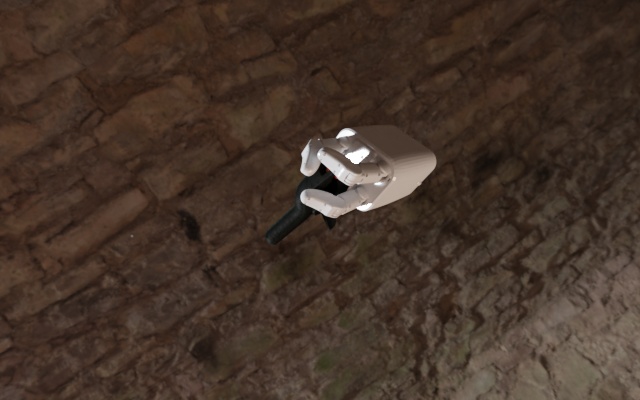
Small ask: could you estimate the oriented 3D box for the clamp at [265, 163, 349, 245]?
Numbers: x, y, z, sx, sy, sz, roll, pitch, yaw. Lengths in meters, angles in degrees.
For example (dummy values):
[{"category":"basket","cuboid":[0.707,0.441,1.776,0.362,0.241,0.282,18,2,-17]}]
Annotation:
[{"category":"clamp","cuboid":[0.000,0.002,0.685,0.120,0.039,0.171,-14,-28,-42]}]
